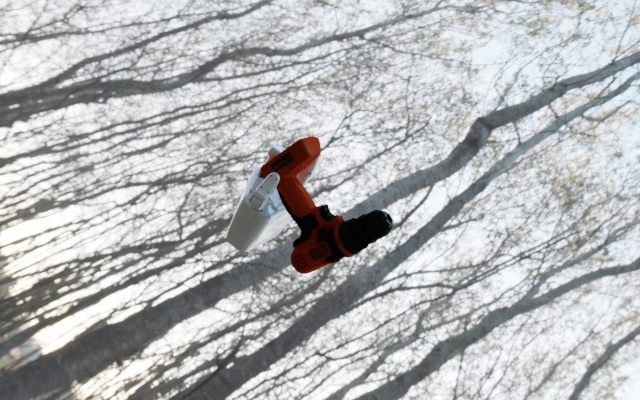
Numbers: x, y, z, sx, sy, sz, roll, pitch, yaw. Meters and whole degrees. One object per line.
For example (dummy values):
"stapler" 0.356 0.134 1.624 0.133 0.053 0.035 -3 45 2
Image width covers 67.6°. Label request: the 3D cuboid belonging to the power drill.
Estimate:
"power drill" 0.000 0.002 0.718 0.184 0.187 0.057 -30 -9 31
